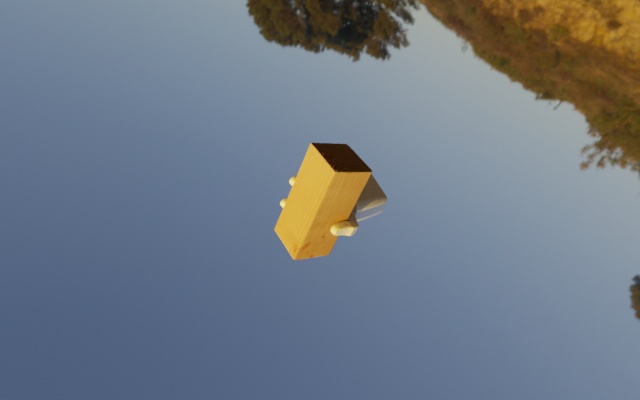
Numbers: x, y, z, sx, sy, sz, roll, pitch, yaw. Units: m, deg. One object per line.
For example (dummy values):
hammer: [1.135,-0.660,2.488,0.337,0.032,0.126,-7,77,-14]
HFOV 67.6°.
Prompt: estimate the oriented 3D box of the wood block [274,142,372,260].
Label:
wood block: [0.001,0.003,0.894,0.090,0.206,0.090,-3,41,-38]
